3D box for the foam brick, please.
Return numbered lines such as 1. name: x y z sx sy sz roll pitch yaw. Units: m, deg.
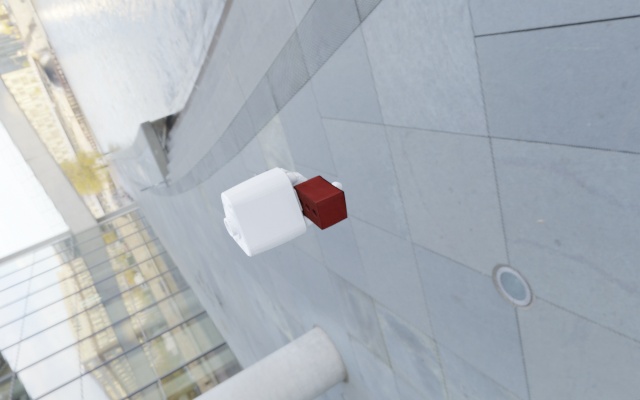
1. foam brick: 0.000 0.003 0.772 0.051 0.053 0.078 -25 33 -22
